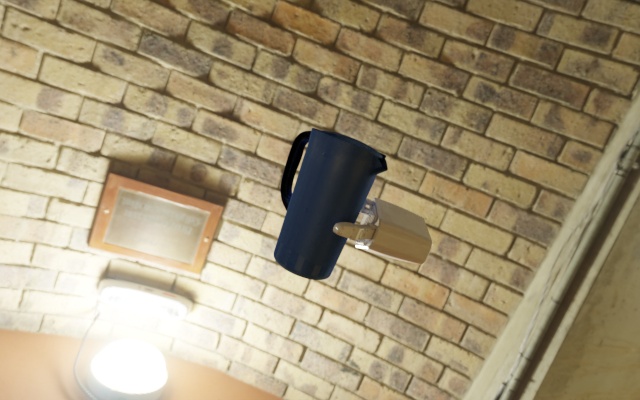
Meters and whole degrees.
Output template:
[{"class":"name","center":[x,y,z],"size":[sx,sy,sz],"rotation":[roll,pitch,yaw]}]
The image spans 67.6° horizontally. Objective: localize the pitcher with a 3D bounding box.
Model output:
[{"class":"pitcher","center":[0.000,0.003,0.821],"size":[0.145,0.243,0.149],"rotation":[19,10,-13]}]
